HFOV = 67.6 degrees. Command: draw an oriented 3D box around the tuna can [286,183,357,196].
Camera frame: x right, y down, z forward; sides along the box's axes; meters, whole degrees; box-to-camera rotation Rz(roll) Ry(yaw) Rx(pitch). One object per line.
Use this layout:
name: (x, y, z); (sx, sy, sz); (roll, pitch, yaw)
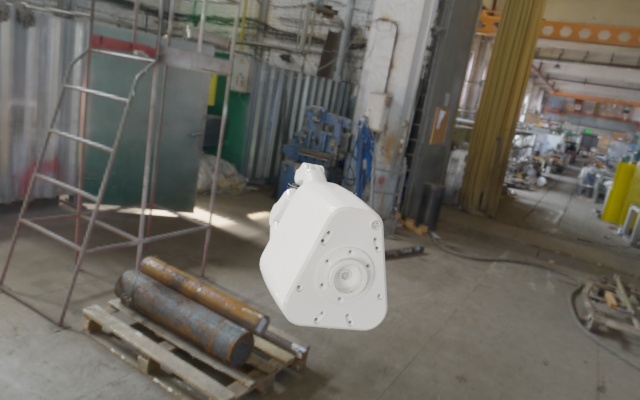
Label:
tuna can: (0.000, 0.001, 0.566); (0.086, 0.034, 0.086); (8, 7, -1)
